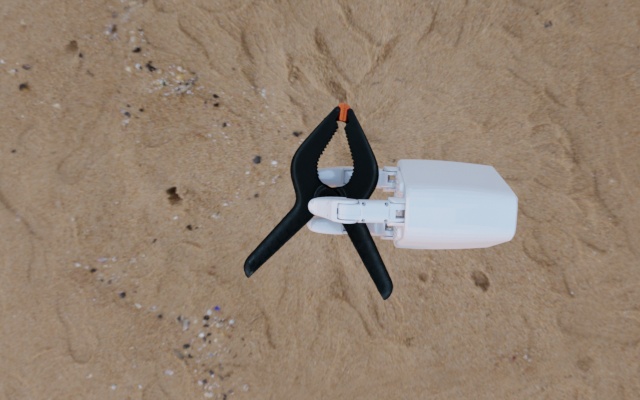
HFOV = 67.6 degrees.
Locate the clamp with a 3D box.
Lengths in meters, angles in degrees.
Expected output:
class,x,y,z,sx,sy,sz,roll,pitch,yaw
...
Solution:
class,x,y,z,sx,sy,sz,roll,pitch,yaw
clamp,0.000,0.001,0.515,0.164,0.210,0.036,2,6,1
